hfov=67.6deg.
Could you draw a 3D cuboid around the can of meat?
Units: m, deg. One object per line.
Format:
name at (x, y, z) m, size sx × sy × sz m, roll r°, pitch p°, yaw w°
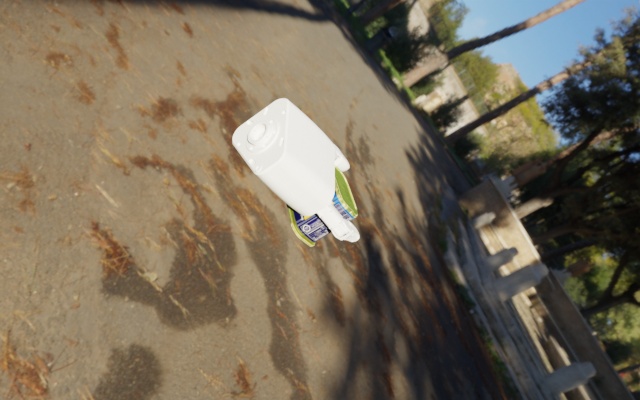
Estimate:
can of meat at (0.000, 0.002, 0.697) m, size 0.084 × 0.102 × 0.057 m, roll -32°, pitch -46°, yaw 16°
